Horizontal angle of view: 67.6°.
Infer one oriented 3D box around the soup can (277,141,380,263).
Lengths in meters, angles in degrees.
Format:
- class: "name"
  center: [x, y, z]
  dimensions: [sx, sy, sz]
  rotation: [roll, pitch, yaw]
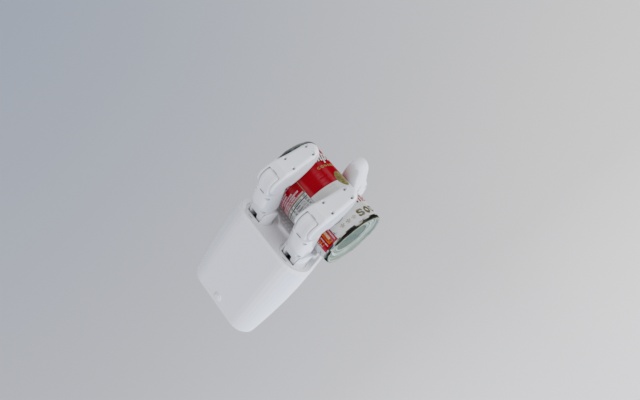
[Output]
- class: "soup can"
  center: [0.001, 0.001, 0.467]
  dimensions: [0.068, 0.102, 0.068]
  rotation: [-36, -18, -14]
